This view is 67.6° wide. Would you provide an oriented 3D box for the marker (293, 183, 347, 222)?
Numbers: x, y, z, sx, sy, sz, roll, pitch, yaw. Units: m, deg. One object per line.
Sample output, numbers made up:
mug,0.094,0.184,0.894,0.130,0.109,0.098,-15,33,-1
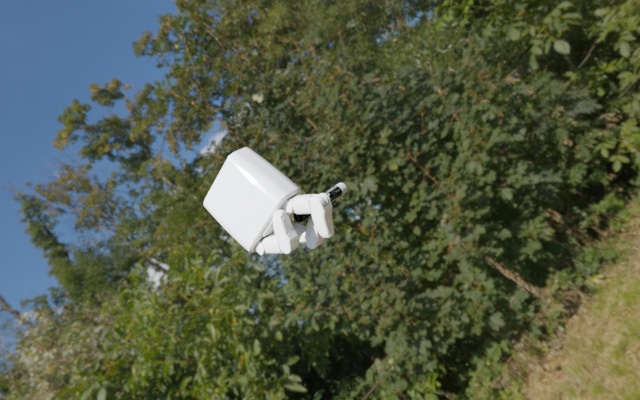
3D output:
marker,0.000,0.002,0.698,0.020,0.020,0.121,0,21,37
